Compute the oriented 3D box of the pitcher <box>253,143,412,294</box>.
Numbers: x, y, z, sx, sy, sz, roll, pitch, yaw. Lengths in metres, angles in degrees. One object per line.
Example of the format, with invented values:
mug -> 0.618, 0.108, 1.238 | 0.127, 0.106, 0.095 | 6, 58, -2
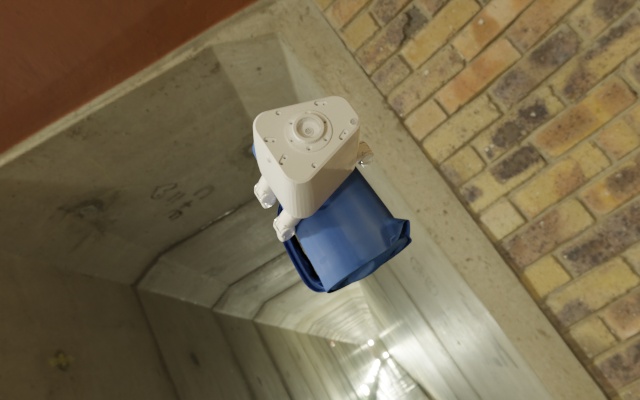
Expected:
pitcher -> 0.000, 0.002, 0.669 | 0.149, 0.242, 0.145 | -30, -16, -9
